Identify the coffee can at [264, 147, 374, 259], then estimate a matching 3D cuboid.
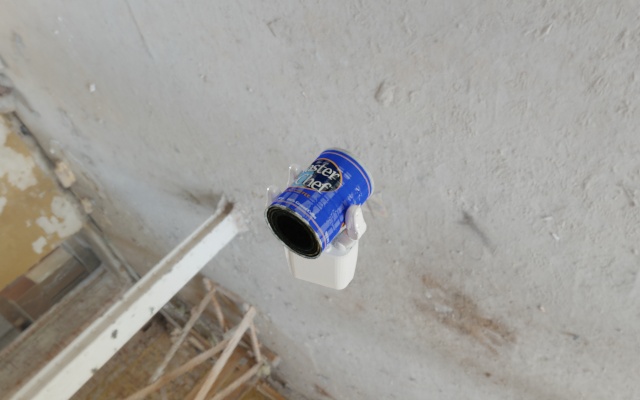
[{"bbox_3d":[0.000,0.002,0.710,0.103,0.103,0.140,0,39,48],"label":"coffee can"}]
